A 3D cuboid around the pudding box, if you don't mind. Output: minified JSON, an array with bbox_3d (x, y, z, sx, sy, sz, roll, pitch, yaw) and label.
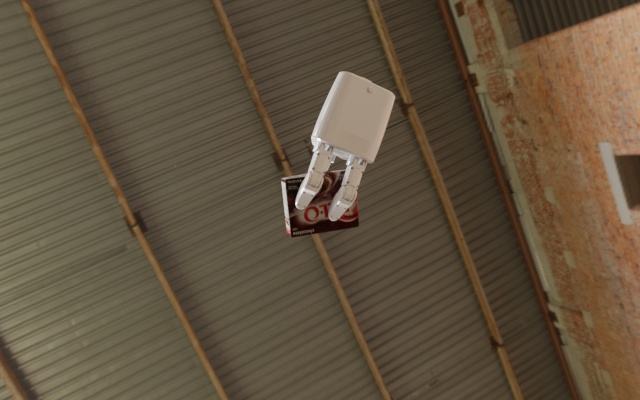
[{"bbox_3d":[0.000,0.002,0.728,0.113,0.090,0.039,-8,11,-14],"label":"pudding box"}]
